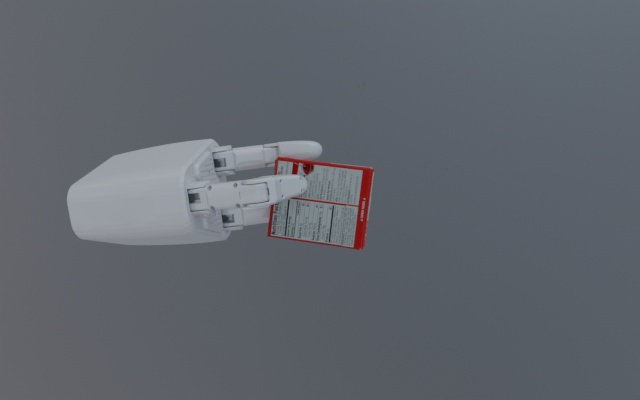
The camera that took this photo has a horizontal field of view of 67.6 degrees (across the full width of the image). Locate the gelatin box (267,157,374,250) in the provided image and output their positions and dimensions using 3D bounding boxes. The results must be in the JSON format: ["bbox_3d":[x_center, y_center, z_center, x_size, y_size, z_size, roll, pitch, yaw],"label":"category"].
[{"bbox_3d":[0.000,0.001,0.432,0.089,0.073,0.030,7,6,10],"label":"gelatin box"}]
